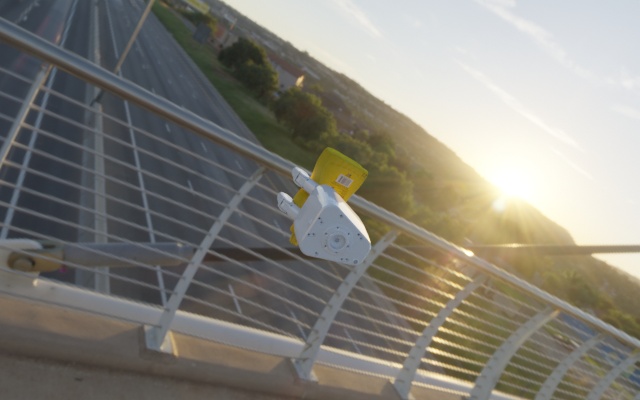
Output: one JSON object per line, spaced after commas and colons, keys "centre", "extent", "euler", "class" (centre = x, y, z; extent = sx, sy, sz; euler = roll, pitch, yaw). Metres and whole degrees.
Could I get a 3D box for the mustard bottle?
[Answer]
{"centre": [0.000, 0.003, 0.886], "extent": [0.096, 0.191, 0.058], "euler": [25, 14, -37], "class": "mustard bottle"}
